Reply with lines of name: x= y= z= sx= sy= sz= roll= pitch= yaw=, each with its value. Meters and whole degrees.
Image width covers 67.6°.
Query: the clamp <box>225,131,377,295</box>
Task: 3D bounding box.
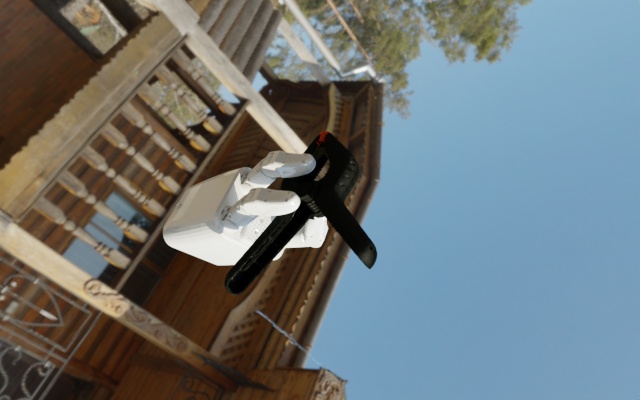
clamp: x=0.000 y=0.002 z=0.493 sx=0.164 sy=0.209 sz=0.036 roll=-10 pitch=-47 yaw=34
